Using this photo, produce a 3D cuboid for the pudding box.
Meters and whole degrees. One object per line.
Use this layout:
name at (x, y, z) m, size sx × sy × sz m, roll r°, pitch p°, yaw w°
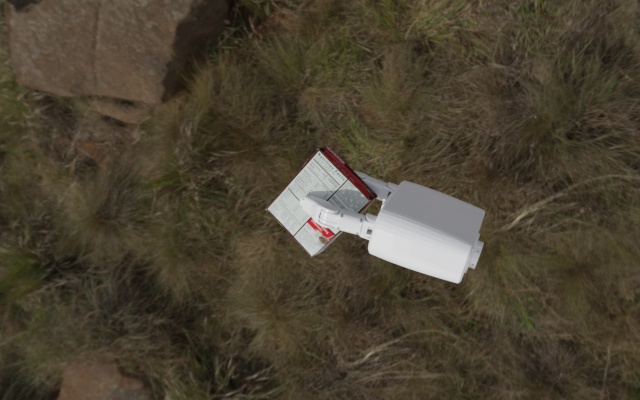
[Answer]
pudding box at (0.000, 0.002, 0.592) m, size 0.113 × 0.090 × 0.039 m, roll -46°, pitch -7°, yaw 22°
